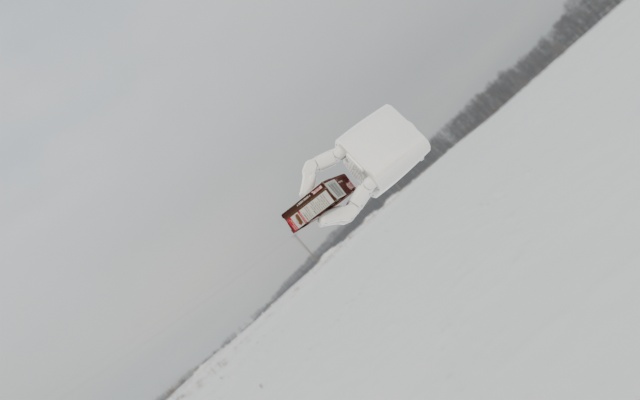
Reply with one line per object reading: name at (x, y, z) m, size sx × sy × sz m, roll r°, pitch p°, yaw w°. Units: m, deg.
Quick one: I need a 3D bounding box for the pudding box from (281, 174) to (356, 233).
pudding box at (0.000, 0.002, 0.749) m, size 0.090 × 0.039 × 0.113 m, roll -39°, pitch -7°, yaw 21°
